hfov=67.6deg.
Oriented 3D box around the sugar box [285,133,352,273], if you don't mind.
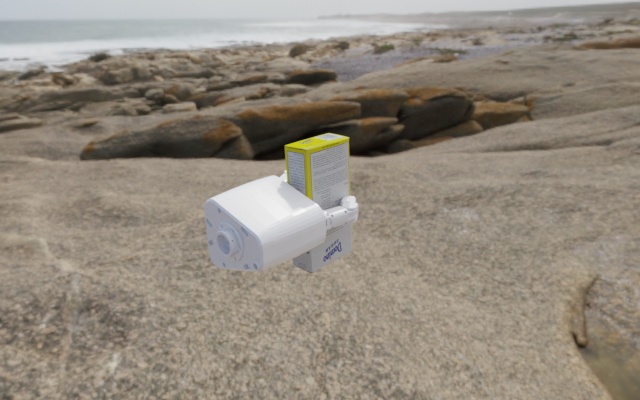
[{"bbox_3d":[0.000,0.002,0.666,0.048,0.176,0.093,18,28,39],"label":"sugar box"}]
